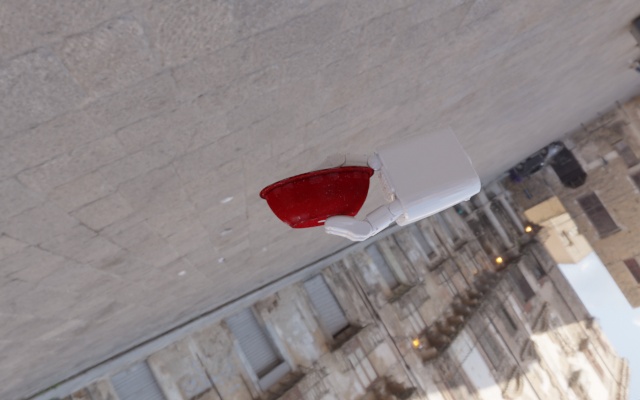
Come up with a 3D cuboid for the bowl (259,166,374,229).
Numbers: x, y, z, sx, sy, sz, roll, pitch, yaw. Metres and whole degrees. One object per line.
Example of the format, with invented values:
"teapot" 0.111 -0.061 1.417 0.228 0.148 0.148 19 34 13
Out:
"bowl" -0.001 0.003 0.653 0.162 0.055 0.162 -11 -9 -2
